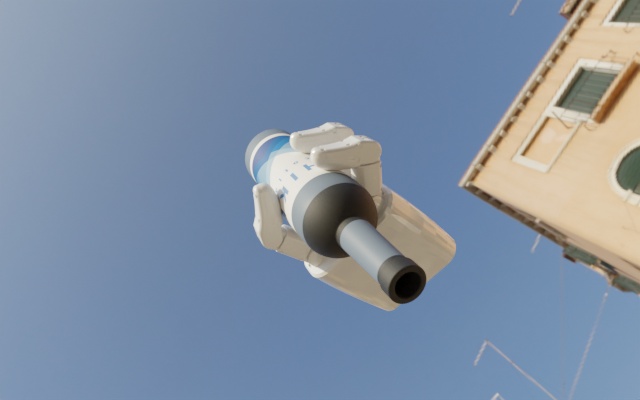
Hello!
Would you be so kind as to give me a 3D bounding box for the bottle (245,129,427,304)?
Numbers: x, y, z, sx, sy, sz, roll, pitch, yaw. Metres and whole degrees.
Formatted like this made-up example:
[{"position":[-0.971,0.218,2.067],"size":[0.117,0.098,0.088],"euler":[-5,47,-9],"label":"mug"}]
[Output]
[{"position":[0.000,0.001,0.421],"size":[0.069,0.069,0.295],"euler":[0,20,-23],"label":"bottle"}]
